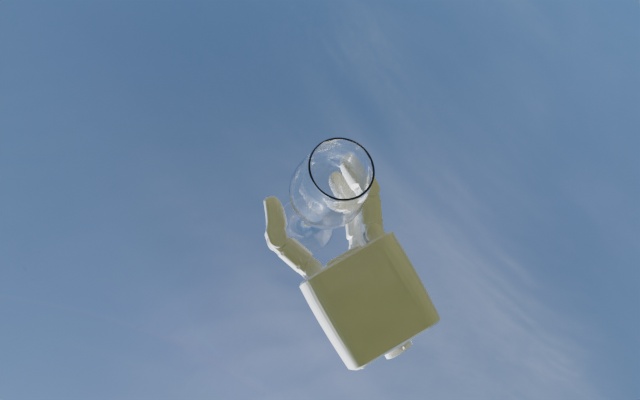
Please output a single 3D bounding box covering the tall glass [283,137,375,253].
[{"bbox_3d":[0.000,0.002,0.520,0.079,0.079,0.201,0,-18,-12],"label":"tall glass"}]
